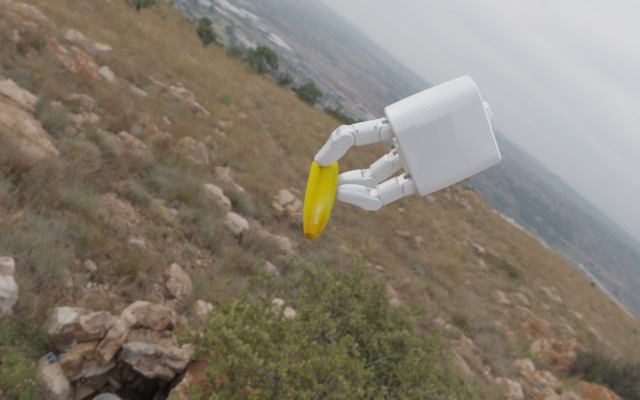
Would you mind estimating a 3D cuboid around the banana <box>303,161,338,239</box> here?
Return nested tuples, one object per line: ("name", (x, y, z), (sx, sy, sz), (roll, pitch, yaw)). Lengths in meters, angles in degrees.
("banana", (0.002, -0.017, 0.612), (0.037, 0.070, 0.197), (7, 18, 1))
